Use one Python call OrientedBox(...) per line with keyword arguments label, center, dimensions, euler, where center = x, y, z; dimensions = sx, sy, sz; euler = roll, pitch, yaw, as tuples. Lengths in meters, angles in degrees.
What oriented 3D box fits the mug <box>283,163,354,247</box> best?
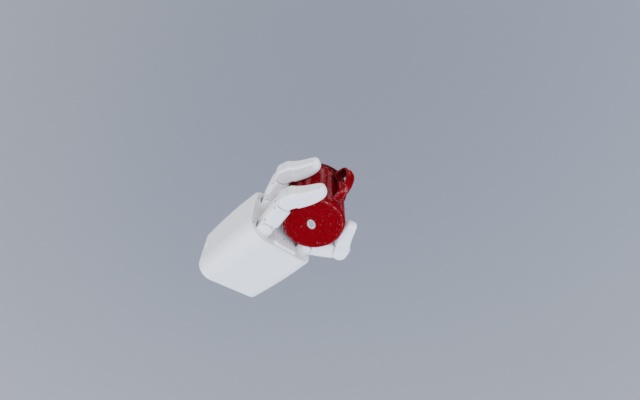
OrientedBox(label="mug", center=(0.001, 0.001, 0.638), dimensions=(0.117, 0.093, 0.081), euler=(-37, 27, 22))
